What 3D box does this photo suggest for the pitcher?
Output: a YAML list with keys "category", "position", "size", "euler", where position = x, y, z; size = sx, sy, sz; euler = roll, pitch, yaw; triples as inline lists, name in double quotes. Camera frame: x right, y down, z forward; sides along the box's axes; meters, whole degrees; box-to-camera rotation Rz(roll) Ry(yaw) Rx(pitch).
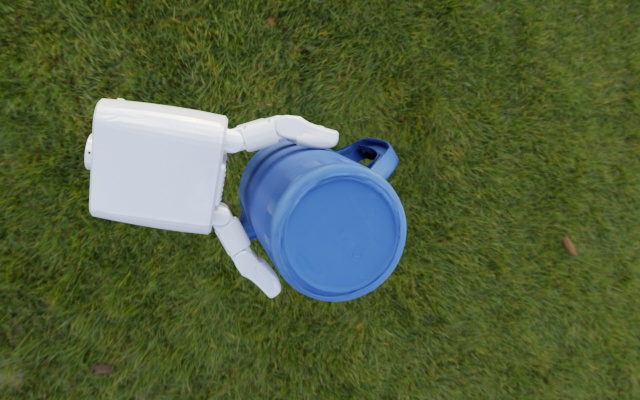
- category: "pitcher"
  position: [0.000, 0.002, 0.468]
  size: [0.145, 0.149, 0.243]
  euler: [11, 6, -14]
